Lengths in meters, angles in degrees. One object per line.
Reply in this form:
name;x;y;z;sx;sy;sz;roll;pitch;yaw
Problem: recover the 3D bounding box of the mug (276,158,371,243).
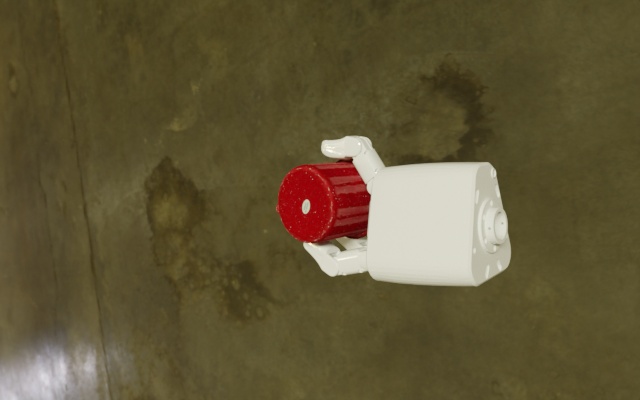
mug;-0.001;0.002;0.522;0.117;0.093;0.081;-5;2;42
